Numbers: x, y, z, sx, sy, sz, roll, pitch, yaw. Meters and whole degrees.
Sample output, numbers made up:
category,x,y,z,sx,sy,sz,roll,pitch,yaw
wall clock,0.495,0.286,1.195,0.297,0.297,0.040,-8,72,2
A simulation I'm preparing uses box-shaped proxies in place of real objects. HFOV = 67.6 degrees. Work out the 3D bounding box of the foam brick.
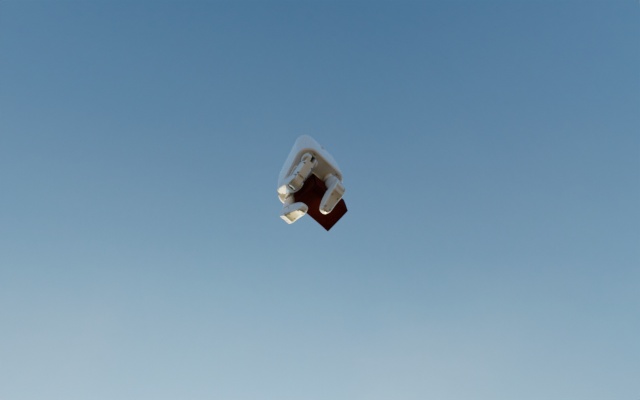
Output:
category,x,y,z,sx,sy,sz,roll,pitch,yaw
foam brick,0.000,0.003,0.820,0.078,0.053,0.051,41,12,-19
